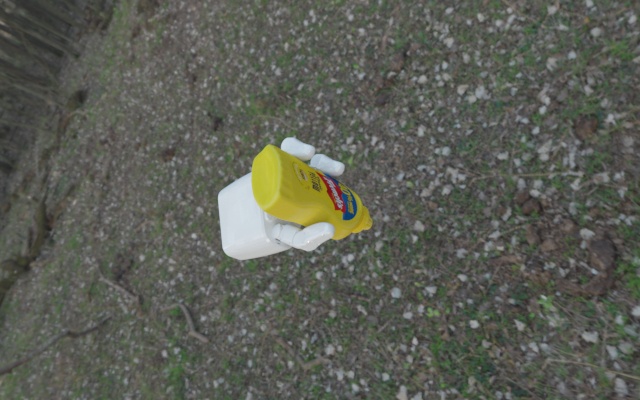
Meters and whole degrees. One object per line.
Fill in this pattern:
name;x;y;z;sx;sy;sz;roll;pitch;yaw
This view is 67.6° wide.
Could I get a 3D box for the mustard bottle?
mustard bottle;0.000;0.002;0.633;0.192;0.096;0.058;26;-56;-38
